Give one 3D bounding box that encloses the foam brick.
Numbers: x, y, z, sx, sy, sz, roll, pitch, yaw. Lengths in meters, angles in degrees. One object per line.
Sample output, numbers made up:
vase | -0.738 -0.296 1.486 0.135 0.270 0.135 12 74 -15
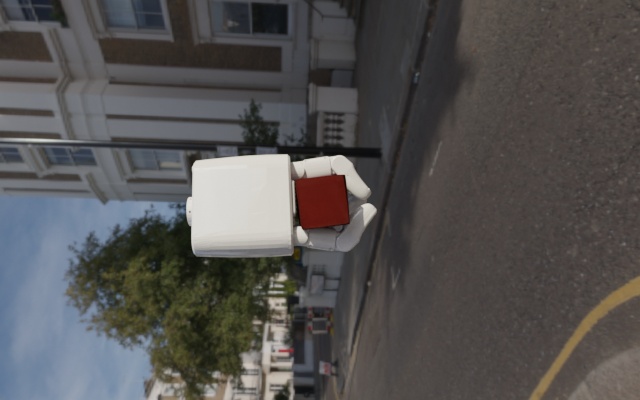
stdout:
foam brick | 0.000 0.002 0.519 0.051 0.053 0.078 -6 0 -4
